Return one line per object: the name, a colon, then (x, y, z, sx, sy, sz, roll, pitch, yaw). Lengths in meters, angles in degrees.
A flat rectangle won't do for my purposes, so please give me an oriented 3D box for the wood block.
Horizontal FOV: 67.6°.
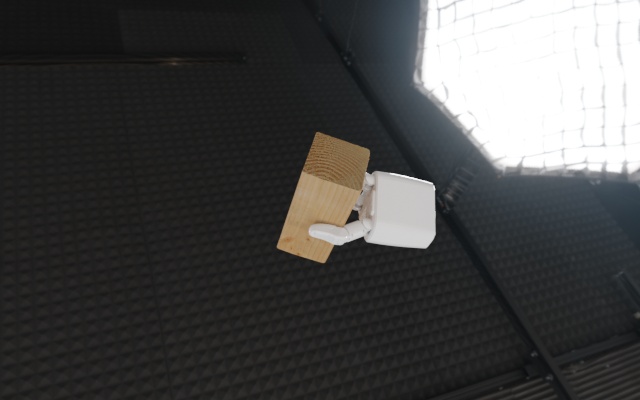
wood block: (0.000, 0.003, 0.774, 0.090, 0.090, 0.206, 19, -40, -3)
